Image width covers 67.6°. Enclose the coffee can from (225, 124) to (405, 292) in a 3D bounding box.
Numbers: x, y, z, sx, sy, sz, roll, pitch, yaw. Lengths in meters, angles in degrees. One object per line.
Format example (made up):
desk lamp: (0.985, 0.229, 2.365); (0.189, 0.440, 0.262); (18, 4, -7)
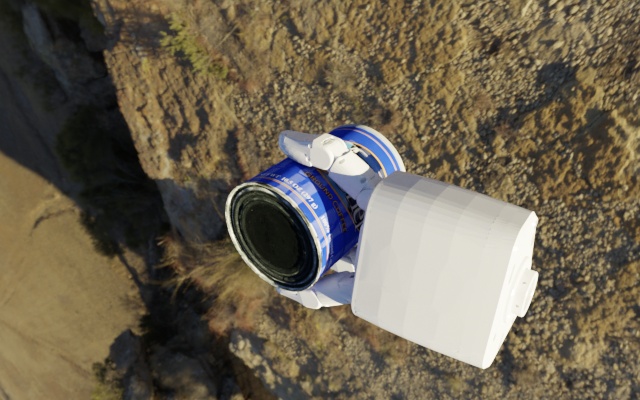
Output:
coffee can: (0.000, 0.001, 0.434); (0.103, 0.103, 0.140); (0, 26, 41)
